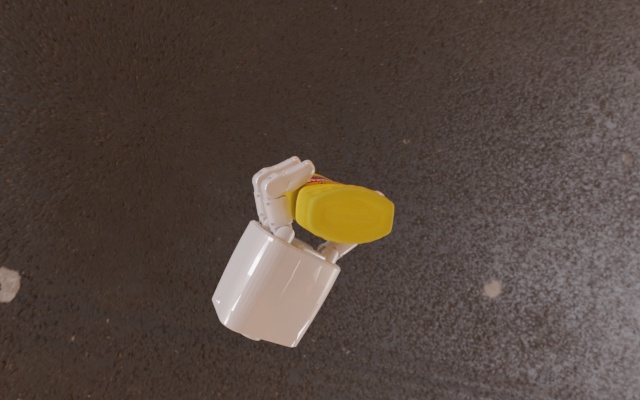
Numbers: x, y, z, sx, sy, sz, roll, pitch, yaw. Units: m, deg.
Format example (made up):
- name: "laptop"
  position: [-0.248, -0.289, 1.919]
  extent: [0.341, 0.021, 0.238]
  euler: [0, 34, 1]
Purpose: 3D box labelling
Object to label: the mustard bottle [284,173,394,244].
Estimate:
- name: "mustard bottle"
  position: [0.000, 0.002, 0.552]
  extent: [0.096, 0.058, 0.191]
  euler: [2, 8, -20]
